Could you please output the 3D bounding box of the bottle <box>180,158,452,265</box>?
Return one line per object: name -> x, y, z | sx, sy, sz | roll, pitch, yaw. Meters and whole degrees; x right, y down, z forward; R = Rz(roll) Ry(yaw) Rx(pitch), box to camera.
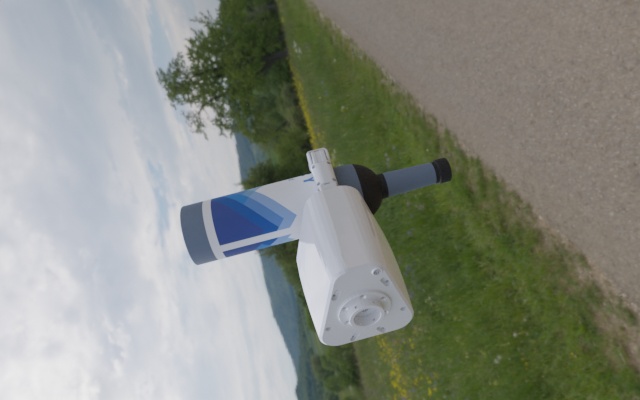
bottle -> 0.000, 0.002, 0.528 | 0.296, 0.069, 0.069 | -15, 1, -3
